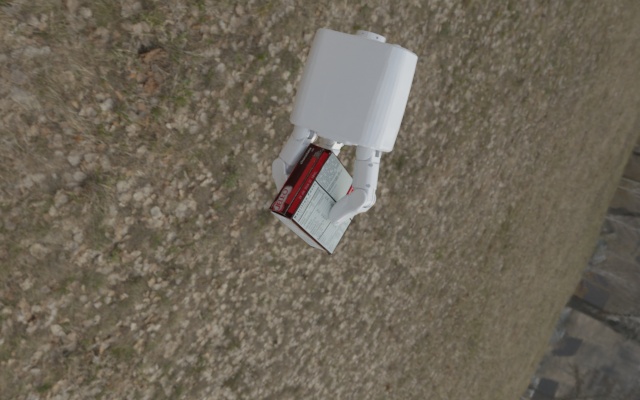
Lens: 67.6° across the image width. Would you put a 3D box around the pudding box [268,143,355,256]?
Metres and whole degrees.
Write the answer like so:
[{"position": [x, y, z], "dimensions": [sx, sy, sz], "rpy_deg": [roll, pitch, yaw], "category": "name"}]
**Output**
[{"position": [0.000, 0.002, 0.553], "dimensions": [0.039, 0.090, 0.113], "rpy_deg": [23, -14, 36], "category": "pudding box"}]
